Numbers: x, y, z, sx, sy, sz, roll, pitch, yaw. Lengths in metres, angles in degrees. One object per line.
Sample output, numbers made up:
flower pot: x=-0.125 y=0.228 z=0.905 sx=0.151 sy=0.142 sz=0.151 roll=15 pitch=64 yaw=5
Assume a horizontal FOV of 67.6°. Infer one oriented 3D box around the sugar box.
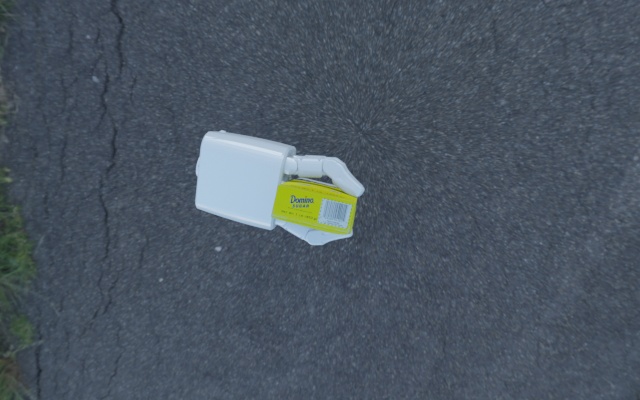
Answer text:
sugar box: x=0.000 y=0.001 z=0.617 sx=0.093 sy=0.048 sz=0.176 roll=14 pitch=9 yaw=3
